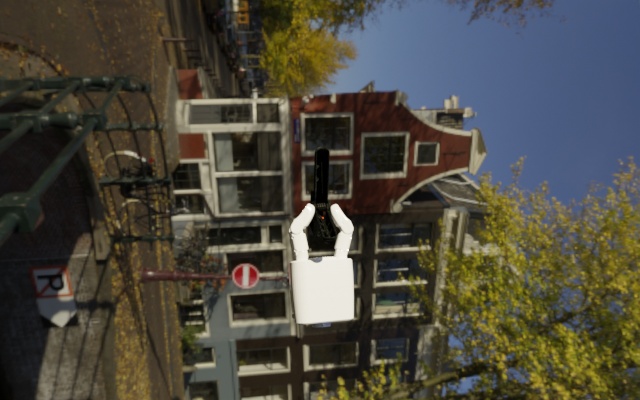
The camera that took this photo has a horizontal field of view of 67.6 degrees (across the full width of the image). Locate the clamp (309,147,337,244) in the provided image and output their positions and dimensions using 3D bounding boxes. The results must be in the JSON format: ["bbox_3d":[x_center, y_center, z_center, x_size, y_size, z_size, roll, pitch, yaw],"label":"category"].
[{"bbox_3d":[0.001,0.003,0.865,0.036,0.164,0.210,-2,-9,-6],"label":"clamp"}]
